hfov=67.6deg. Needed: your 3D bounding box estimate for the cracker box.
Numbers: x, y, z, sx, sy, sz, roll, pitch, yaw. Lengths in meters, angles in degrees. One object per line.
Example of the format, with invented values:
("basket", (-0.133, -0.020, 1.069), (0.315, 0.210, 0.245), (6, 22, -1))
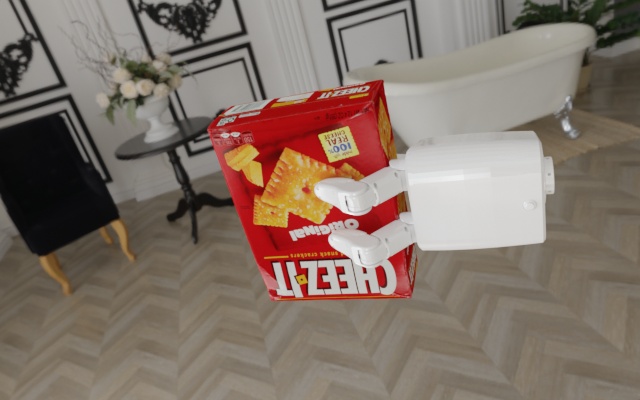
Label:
("cracker box", (0.000, 0.001, 0.485), (0.164, 0.214, 0.072), (-5, 28, 20))
